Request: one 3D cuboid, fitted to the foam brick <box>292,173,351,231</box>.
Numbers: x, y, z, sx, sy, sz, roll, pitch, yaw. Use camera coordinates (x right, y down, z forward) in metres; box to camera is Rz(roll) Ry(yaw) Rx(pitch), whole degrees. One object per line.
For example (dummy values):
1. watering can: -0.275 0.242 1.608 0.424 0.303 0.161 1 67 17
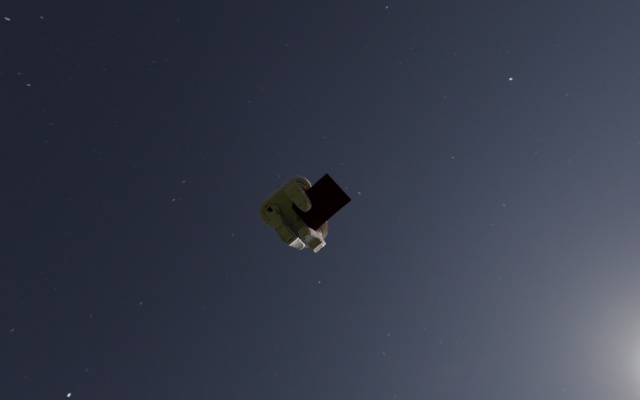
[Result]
1. foam brick: 0.000 0.002 0.743 0.078 0.053 0.051 -40 7 3
